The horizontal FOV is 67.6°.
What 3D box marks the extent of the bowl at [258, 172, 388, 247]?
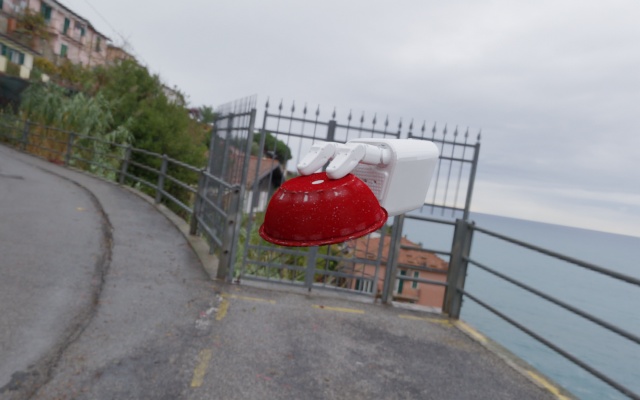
[{"bbox_3d":[-0.001,0.002,0.584,0.162,0.055,0.162,-7,17,2],"label":"bowl"}]
